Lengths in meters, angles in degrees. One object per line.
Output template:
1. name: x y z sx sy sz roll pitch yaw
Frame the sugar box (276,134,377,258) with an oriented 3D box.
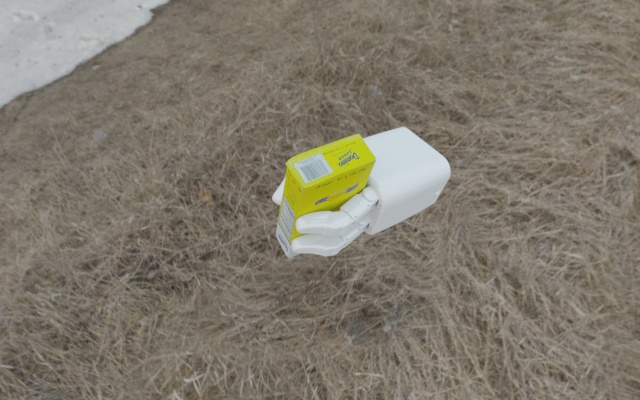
1. sugar box: 0.000 0.002 0.574 0.093 0.048 0.176 -22 -27 -20
